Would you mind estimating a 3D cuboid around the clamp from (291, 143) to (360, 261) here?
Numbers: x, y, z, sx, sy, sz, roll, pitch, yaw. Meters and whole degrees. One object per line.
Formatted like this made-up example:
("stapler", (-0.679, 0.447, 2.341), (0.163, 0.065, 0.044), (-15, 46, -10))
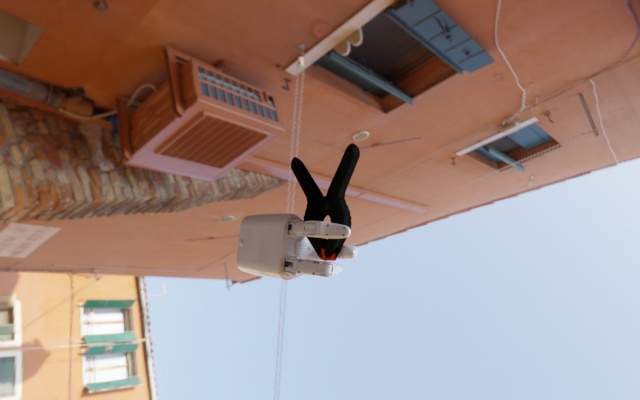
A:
("clamp", (0.001, 0.003, 0.711), (0.120, 0.171, 0.039), (0, -9, 42))
